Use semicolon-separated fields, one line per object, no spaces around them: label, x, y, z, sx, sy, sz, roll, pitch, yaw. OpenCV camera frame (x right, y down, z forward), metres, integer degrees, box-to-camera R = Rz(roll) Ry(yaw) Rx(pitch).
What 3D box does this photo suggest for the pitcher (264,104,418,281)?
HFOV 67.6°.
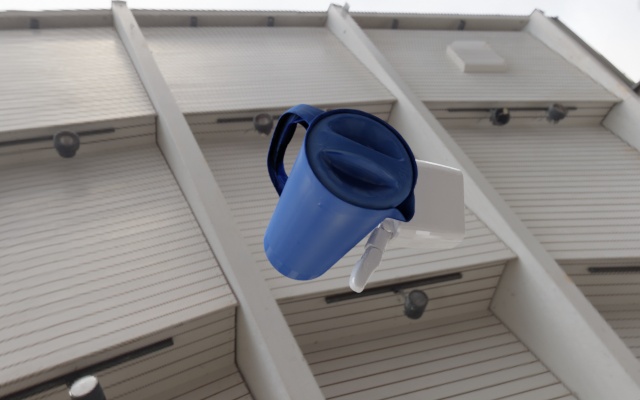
pitcher;0.000;0.002;0.604;0.145;0.149;0.243;6;-32;-20
